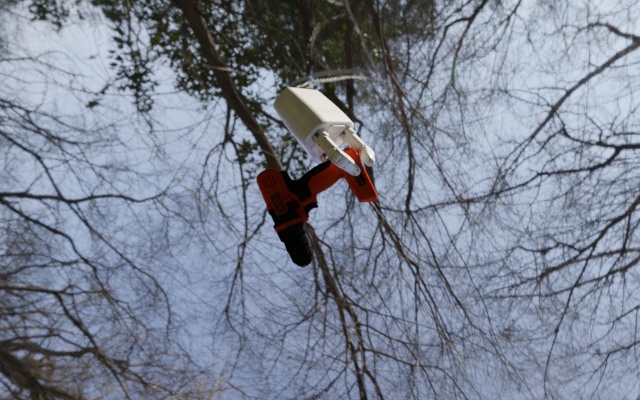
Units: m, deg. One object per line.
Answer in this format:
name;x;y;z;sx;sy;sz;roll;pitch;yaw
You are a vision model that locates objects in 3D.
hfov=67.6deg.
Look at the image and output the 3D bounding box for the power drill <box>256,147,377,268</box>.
power drill;0.000;0.002;0.838;0.187;0.184;0.057;-24;-4;-1
